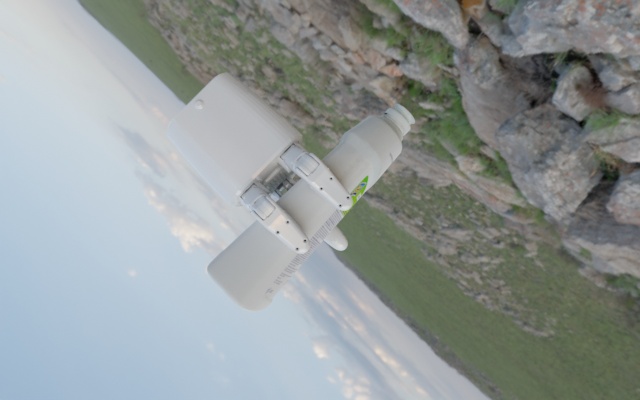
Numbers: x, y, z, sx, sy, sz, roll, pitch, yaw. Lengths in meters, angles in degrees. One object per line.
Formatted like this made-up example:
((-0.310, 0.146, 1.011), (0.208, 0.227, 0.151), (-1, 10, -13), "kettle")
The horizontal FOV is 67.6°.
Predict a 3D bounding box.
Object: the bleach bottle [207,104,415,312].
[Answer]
((0.000, 0.002, 0.492), (0.068, 0.251, 0.102), (44, -3, 10), "bleach bottle")
